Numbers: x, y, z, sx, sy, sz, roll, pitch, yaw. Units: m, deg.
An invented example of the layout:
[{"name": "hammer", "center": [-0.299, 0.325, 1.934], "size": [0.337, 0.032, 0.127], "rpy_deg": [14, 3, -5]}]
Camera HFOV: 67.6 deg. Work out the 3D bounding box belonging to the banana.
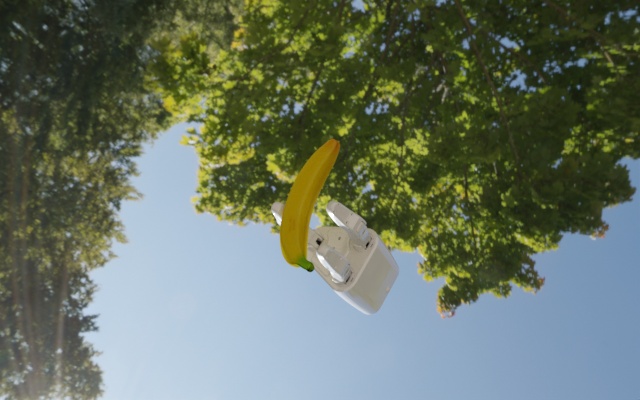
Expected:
[{"name": "banana", "center": [-0.016, 0.008, 0.613], "size": [0.069, 0.197, 0.037], "rpy_deg": [-10, -37, 31]}]
